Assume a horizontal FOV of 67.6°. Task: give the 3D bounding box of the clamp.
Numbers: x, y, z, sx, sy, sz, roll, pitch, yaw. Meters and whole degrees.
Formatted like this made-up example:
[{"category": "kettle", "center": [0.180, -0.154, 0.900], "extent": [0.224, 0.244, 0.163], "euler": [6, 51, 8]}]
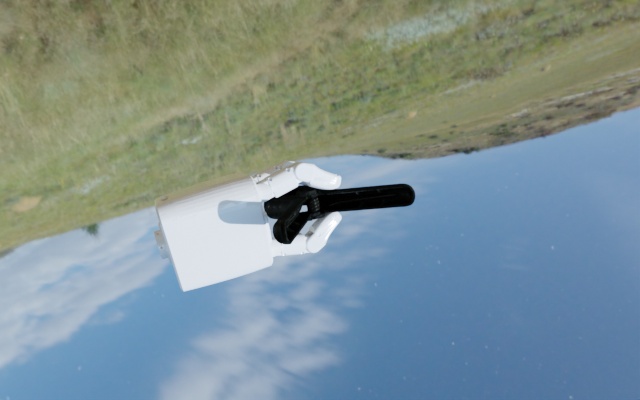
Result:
[{"category": "clamp", "center": [0.000, 0.003, 0.569], "extent": [0.164, 0.036, 0.210], "euler": [-14, 11, -18]}]
